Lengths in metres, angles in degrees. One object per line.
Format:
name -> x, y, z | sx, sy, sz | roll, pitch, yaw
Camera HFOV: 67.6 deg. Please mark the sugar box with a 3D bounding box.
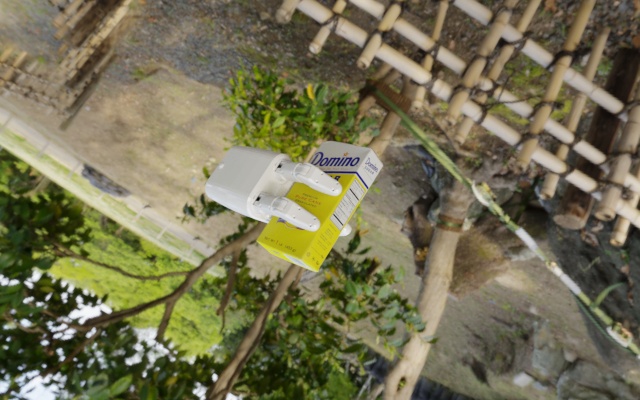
sugar box -> 0.000, 0.002, 0.640 | 0.093, 0.176, 0.048 | 16, -21, 42
